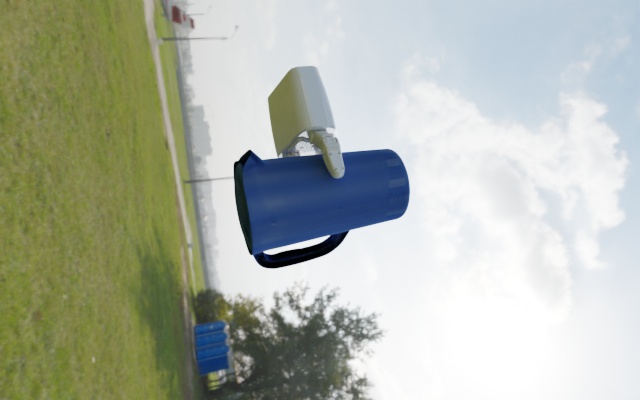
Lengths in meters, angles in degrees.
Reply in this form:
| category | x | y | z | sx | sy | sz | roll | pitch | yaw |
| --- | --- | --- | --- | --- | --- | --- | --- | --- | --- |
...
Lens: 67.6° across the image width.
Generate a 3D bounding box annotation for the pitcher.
| category | x | y | z | sx | sy | sz | roll | pitch | yaw |
| --- | --- | --- | --- | --- | --- | --- | --- | --- | --- |
| pitcher | 0.000 | 0.002 | 0.696 | 0.243 | 0.145 | 0.149 | -9 | -18 | -15 |
